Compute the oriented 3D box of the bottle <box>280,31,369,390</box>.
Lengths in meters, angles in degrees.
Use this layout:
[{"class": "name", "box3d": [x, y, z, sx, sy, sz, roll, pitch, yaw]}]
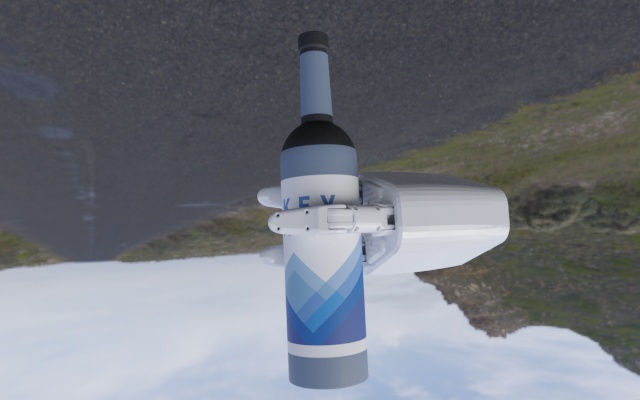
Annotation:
[{"class": "bottle", "box3d": [0.000, 0.002, 0.410, 0.069, 0.295, 0.069, -3, -5, 0]}]
